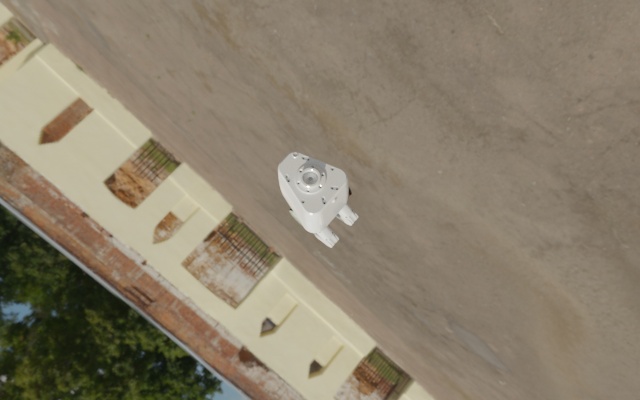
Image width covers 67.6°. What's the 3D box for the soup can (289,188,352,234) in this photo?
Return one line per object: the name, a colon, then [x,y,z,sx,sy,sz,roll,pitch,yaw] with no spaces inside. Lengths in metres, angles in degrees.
soup can: [0.000,0.003,0.884,0.068,0.102,0.068,39,-13,11]
